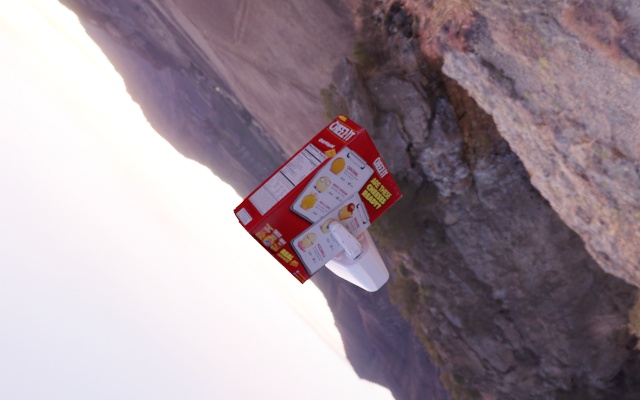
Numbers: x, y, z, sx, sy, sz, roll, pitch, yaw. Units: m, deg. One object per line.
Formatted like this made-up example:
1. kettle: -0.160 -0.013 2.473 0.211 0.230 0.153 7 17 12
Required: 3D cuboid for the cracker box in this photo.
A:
1. cracker box: 0.000 0.003 0.713 0.072 0.213 0.164 44 -6 44
